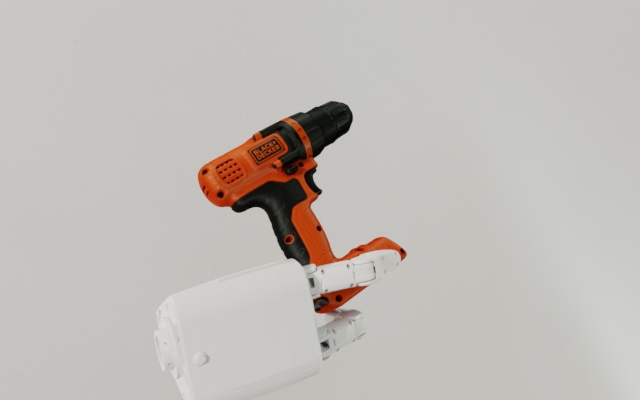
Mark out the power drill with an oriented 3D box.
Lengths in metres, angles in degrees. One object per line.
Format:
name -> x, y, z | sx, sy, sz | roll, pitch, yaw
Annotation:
power drill -> 0.000, 0.002, 0.479 | 0.184, 0.187, 0.057 | -33, -8, -24
